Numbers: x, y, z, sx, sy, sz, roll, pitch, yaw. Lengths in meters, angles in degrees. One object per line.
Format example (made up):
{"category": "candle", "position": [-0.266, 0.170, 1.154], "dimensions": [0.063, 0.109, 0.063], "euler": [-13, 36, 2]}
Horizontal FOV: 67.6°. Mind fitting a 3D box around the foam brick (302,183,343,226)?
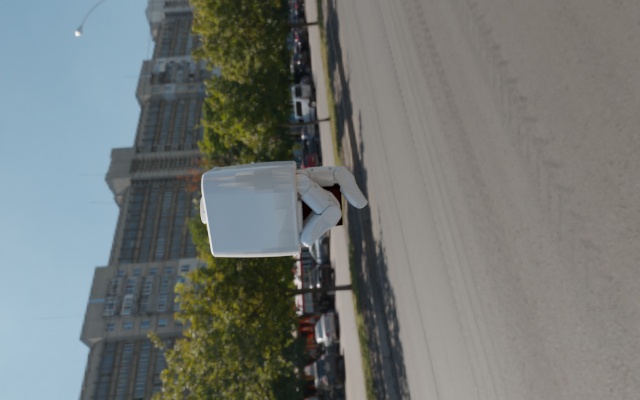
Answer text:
{"category": "foam brick", "position": [0.000, 0.002, 0.635], "dimensions": [0.051, 0.053, 0.078], "euler": [-3, 9, -2]}
